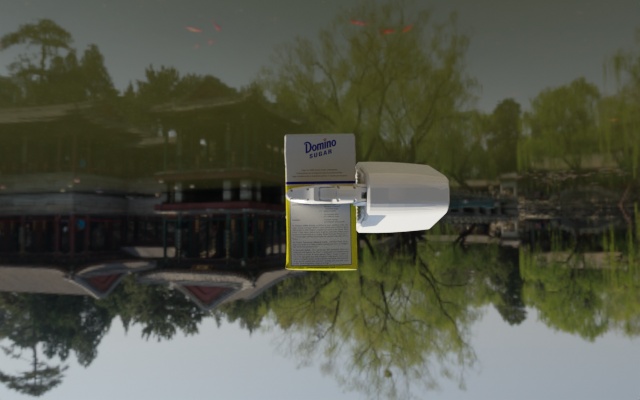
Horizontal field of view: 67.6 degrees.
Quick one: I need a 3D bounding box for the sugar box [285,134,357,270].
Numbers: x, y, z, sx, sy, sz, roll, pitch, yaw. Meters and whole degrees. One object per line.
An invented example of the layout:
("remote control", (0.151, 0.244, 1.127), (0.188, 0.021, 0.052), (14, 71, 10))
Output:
("sugar box", (0.000, 0.002, 0.630), (0.093, 0.176, 0.048), (0, -3, -2))
